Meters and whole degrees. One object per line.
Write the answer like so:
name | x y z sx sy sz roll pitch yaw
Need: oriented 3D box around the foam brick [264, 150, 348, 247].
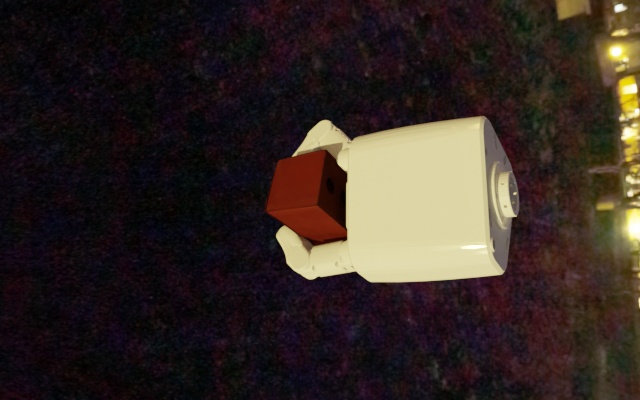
foam brick | 0.000 0.001 0.408 0.051 0.053 0.078 -9 -32 33
